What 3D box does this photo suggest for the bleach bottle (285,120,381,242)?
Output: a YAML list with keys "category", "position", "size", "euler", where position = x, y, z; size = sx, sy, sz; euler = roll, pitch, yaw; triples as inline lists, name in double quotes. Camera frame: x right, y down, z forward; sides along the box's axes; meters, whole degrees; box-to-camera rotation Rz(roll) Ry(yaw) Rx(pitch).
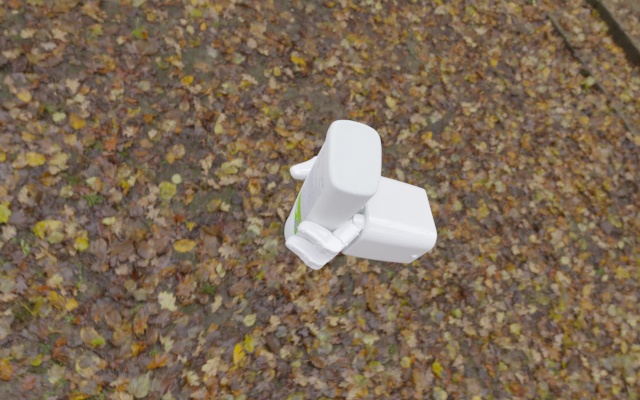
- category: "bleach bottle"
  position: [0.000, 0.002, 0.652]
  size: [0.068, 0.102, 0.251]
  euler: [12, -28, -15]
